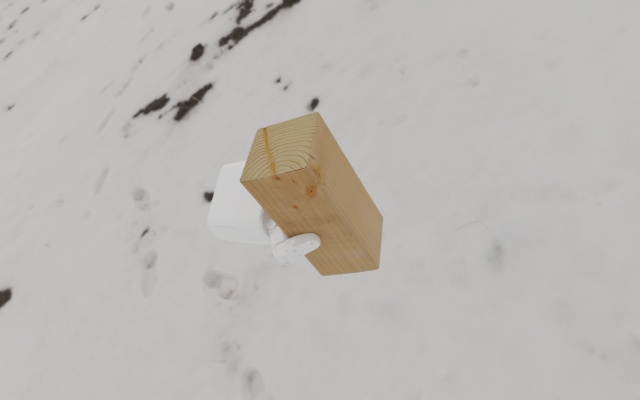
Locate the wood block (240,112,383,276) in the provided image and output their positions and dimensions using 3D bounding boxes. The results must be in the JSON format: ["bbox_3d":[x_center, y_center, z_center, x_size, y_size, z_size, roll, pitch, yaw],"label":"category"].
[{"bbox_3d":[0.000,0.002,0.606,0.090,0.090,0.206,-11,-43,26],"label":"wood block"}]
